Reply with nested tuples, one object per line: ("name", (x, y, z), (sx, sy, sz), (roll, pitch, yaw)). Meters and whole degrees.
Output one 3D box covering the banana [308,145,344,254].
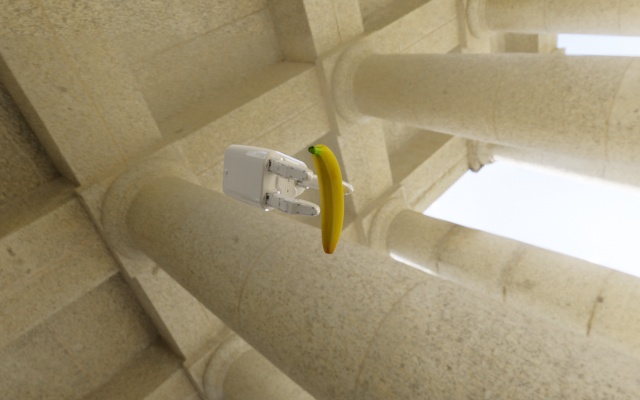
("banana", (0.010, -0.010, 0.749), (0.037, 0.198, 0.069), (12, 38, 32))
